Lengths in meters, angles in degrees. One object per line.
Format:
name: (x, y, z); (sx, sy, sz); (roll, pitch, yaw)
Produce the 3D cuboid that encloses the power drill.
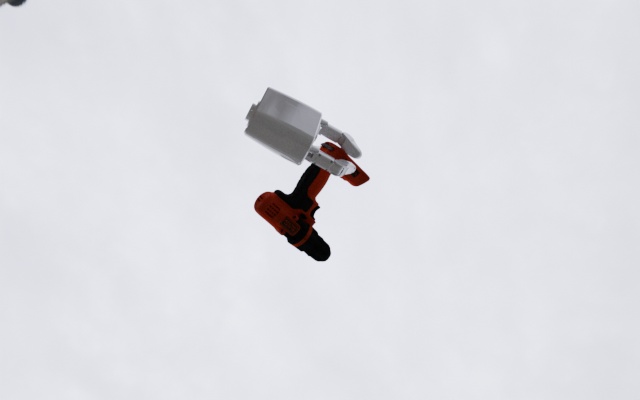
power drill: (0.000, 0.002, 0.861); (0.184, 0.187, 0.057); (43, -3, -30)
